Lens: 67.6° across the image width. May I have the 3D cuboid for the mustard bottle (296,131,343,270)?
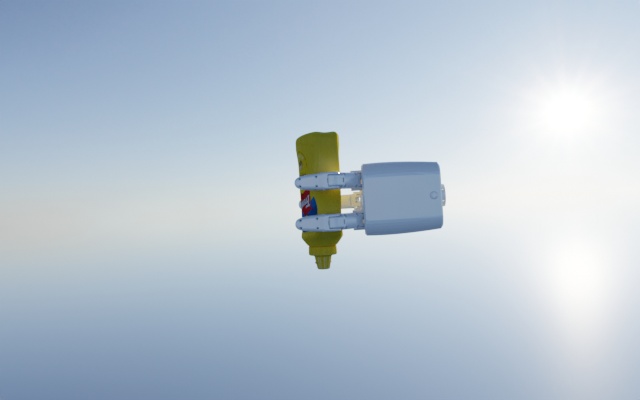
[{"bbox_3d":[0.000,0.002,0.685,0.058,0.191,0.096,-3,-1,-19],"label":"mustard bottle"}]
